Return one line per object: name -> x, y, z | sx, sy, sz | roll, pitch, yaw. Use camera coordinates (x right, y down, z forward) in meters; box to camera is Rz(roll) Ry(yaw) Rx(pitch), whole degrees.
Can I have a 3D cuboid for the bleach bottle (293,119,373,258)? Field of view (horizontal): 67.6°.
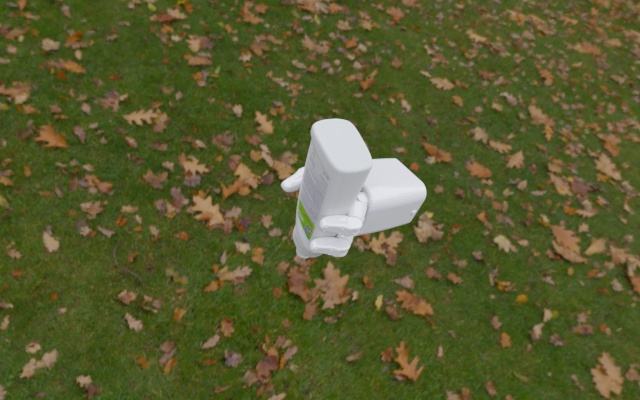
bleach bottle -> 0.000, 0.002, 0.726 | 0.068, 0.102, 0.251 | -9, -35, -25
